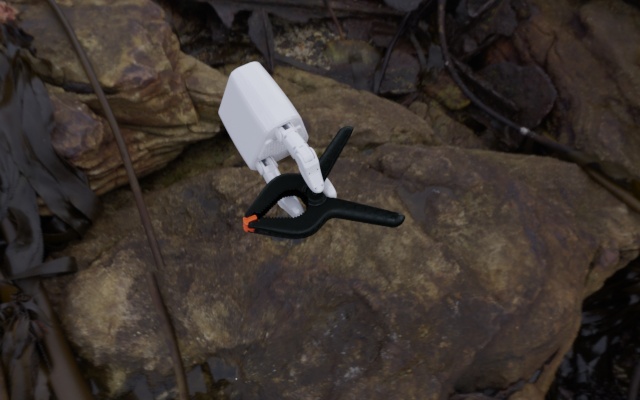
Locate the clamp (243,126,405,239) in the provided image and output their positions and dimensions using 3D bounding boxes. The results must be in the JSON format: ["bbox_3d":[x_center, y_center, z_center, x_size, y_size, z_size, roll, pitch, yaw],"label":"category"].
[{"bbox_3d":[0.000,0.002,0.640,0.210,0.164,0.036,-29,-19,-18],"label":"clamp"}]
